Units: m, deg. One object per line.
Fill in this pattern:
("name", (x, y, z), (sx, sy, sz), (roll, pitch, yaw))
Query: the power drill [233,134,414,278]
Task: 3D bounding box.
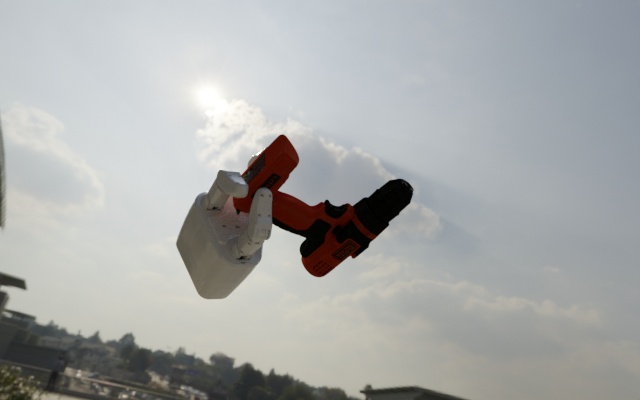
("power drill", (0.000, 0.002, 0.602), (0.188, 0.184, 0.057), (37, 21, -26))
